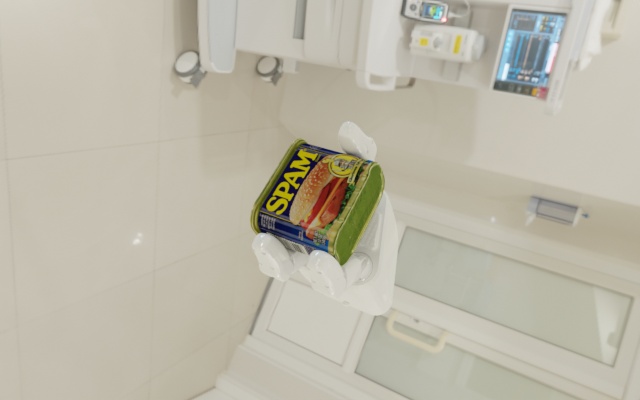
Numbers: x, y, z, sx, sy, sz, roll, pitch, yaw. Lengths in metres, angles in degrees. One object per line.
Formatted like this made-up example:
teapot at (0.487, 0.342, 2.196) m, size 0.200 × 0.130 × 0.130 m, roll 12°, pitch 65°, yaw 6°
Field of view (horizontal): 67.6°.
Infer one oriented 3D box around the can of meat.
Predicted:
can of meat at (0.000, 0.001, 0.431) m, size 0.084 × 0.102 × 0.057 m, roll 18°, pitch -25°, yaw 26°
